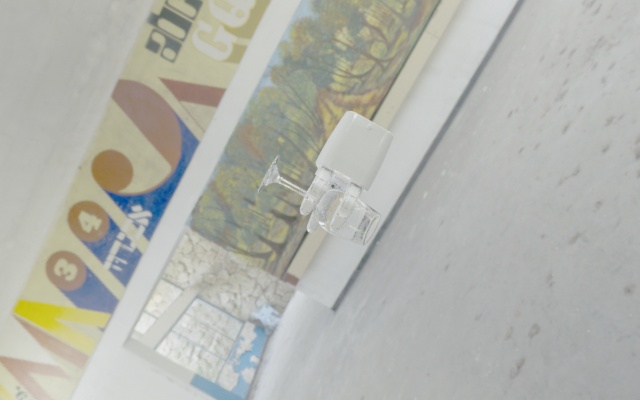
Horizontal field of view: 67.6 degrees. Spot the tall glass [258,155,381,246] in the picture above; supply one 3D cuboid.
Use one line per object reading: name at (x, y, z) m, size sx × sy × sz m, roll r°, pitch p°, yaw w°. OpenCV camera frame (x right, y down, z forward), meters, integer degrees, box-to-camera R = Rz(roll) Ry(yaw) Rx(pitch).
tall glass at (-0.001, 0.002, 0.805) m, size 0.201 × 0.079 × 0.079 m, roll 29°, pitch -1°, yaw -2°
